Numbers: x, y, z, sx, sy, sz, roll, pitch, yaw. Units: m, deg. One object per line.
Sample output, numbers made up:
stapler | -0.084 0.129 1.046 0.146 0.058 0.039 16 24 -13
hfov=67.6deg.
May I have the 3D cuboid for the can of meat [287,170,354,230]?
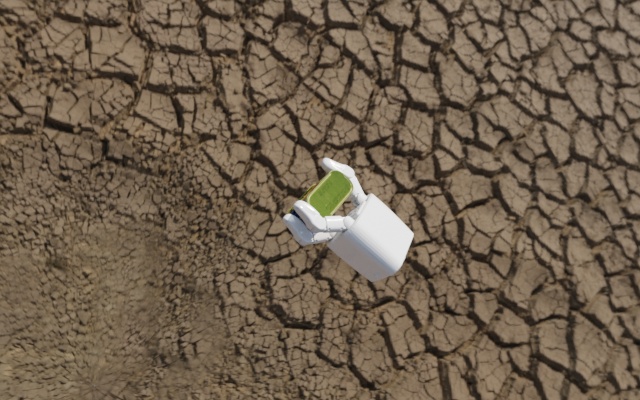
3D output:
can of meat | 0.000 0.002 0.812 0.102 0.057 0.084 -48 5 -31
